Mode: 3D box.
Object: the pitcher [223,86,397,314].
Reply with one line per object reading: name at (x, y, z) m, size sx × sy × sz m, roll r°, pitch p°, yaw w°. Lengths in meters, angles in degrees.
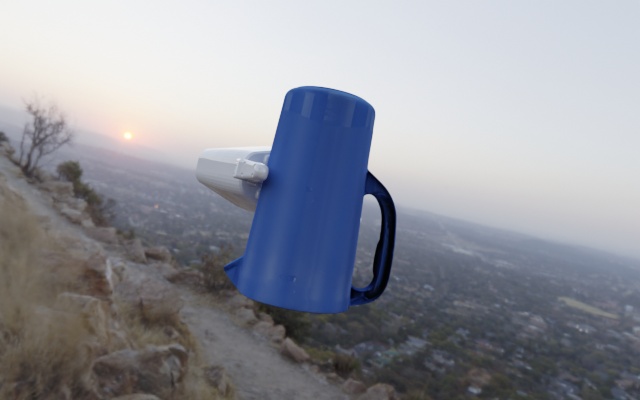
pitcher at (0.000, 0.002, 0.553) m, size 0.145 × 0.243 × 0.149 m, roll 11°, pitch -1°, yaw 43°
